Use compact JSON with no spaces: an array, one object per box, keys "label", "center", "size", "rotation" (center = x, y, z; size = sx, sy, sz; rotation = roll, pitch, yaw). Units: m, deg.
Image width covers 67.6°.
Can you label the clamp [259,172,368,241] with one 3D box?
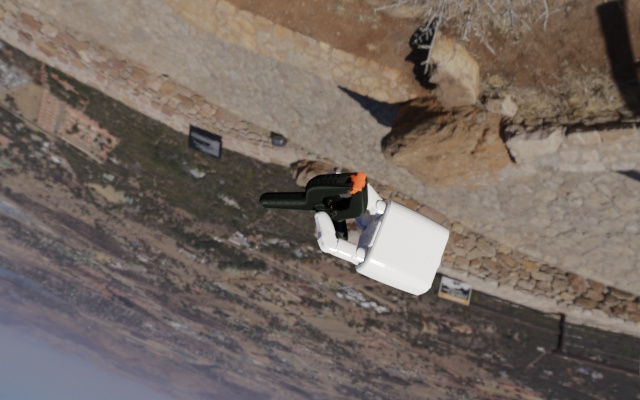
[{"label":"clamp","center":[0.000,0.003,0.716],"size":[0.164,0.036,0.210],"rotation":[23,-27,-9]}]
